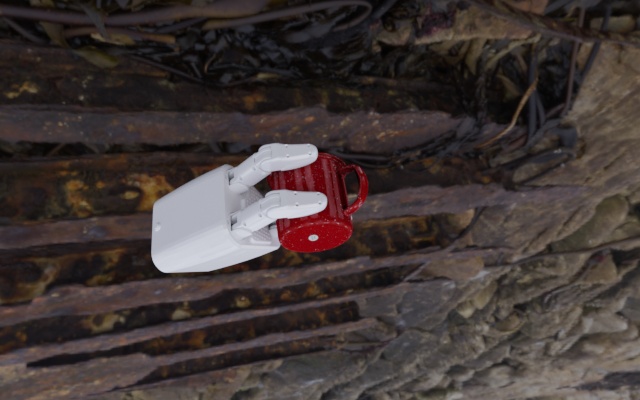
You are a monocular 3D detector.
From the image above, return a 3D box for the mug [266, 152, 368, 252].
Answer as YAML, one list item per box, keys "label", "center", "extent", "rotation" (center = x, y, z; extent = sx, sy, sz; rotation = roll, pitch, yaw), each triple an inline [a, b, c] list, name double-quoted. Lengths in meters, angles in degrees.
- label: "mug"
  center: [0.001, 0.001, 0.522]
  extent: [0.117, 0.081, 0.093]
  rotation: [-23, -31, 24]
